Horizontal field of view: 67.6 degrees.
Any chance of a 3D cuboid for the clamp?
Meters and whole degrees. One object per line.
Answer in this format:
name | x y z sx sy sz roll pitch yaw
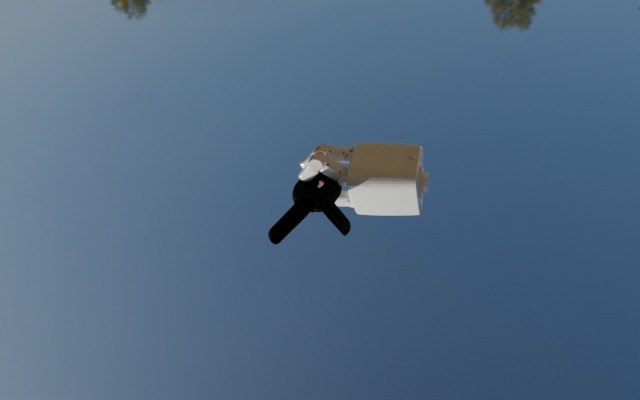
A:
clamp | 0.000 0.003 0.725 0.120 0.039 0.171 2 42 18
